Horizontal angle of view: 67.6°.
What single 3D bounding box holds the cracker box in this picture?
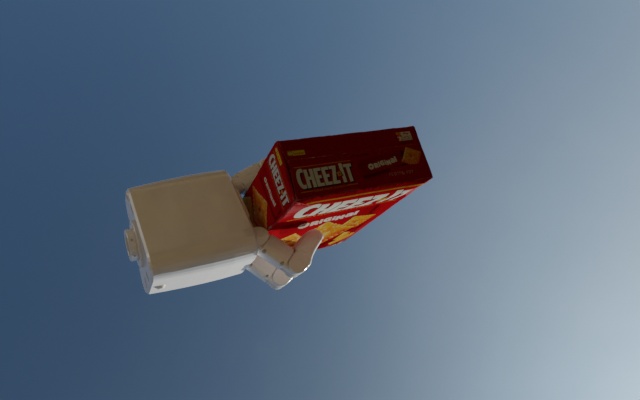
[{"bbox_3d":[0.000,0.002,0.554,0.164,0.072,0.214,-11,-17,-27],"label":"cracker box"}]
